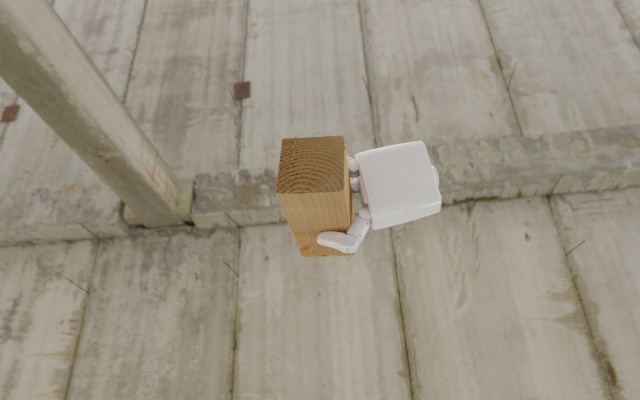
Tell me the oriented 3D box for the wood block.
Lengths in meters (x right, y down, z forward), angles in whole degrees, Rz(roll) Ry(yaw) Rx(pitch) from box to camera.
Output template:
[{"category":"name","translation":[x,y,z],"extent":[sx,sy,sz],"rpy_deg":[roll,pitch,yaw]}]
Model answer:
[{"category":"wood block","translation":[0.001,0.003,0.716],"extent":[0.090,0.090,0.206],"rpy_deg":[-2,-30,7]}]
